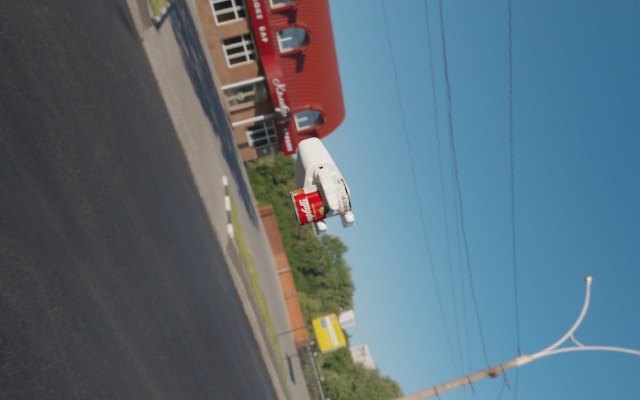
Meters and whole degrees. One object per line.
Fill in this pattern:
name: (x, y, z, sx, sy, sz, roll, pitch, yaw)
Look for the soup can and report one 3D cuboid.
soup can: (0.001, 0.003, 0.899, 0.102, 0.068, 0.068, -16, 1, -5)
